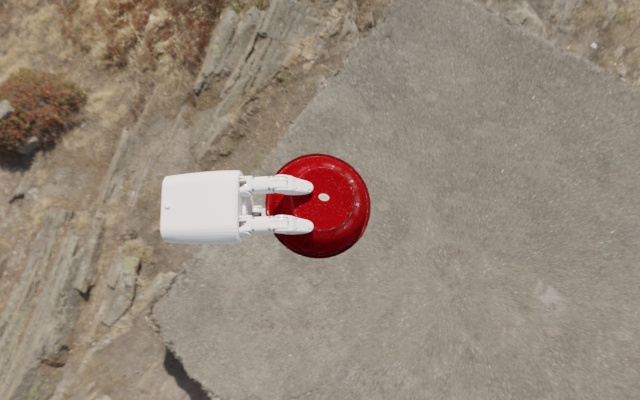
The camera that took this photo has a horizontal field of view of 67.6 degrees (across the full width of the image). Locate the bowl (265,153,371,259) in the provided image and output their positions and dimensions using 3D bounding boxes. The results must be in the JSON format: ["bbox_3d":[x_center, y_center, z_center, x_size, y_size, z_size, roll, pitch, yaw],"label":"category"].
[{"bbox_3d":[0.001,0.002,0.697,0.162,0.162,0.055,0,-11,-7],"label":"bowl"}]
